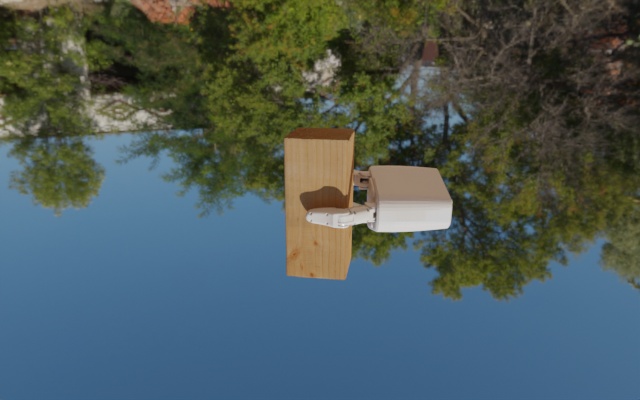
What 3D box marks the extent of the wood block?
[{"bbox_3d":[0.000,0.003,0.705,0.090,0.206,0.090,3,18,9],"label":"wood block"}]
